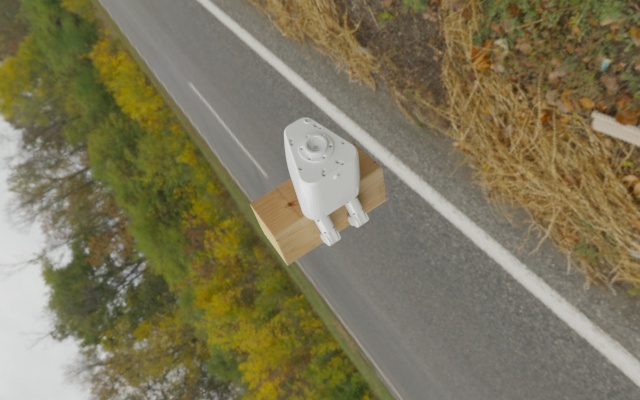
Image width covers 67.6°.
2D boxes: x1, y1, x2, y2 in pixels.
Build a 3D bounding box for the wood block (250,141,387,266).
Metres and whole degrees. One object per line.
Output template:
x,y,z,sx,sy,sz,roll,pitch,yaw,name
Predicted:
0.000,0.002,0.803,0.206,0.090,0.090,-32,52,-12,wood block
